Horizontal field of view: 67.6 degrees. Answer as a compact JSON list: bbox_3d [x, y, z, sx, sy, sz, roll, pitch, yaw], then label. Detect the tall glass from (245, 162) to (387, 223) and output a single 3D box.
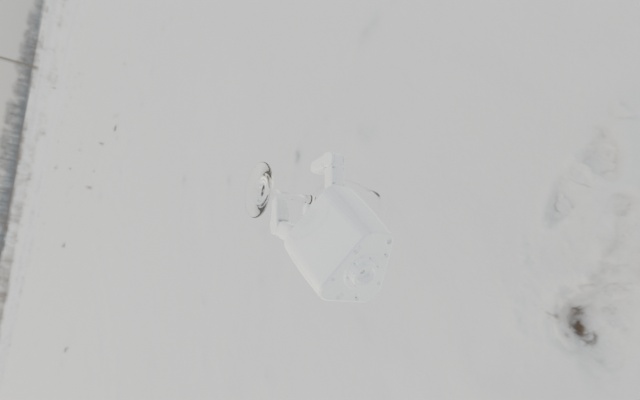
[{"bbox_3d":[0.000,0.002,0.674,0.201,0.079,0.079,11,-6,-34],"label":"tall glass"}]
